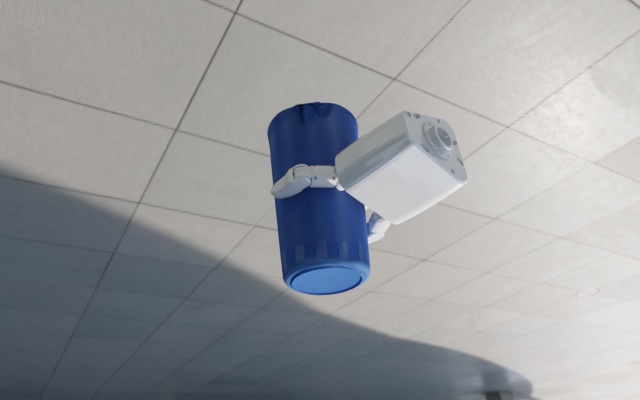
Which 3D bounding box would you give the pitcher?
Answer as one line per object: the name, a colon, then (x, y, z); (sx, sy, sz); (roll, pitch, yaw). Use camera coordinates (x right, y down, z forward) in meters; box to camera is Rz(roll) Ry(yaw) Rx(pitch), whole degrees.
pitcher: (0.000, 0.002, 0.650); (0.149, 0.242, 0.145); (21, -40, -36)
